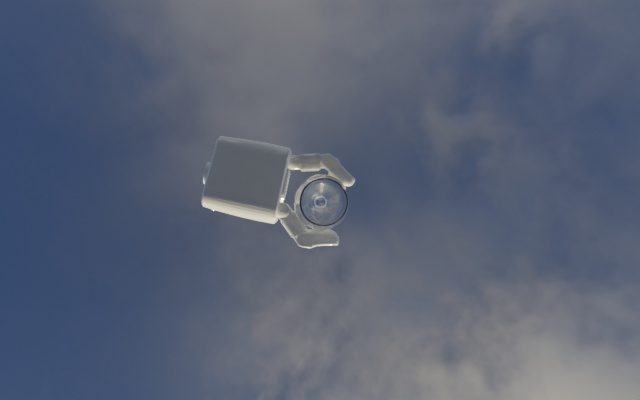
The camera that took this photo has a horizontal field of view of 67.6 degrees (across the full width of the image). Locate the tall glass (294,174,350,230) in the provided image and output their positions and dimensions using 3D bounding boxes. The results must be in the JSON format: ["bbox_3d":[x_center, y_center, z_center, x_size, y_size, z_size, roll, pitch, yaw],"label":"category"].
[{"bbox_3d":[0.000,0.002,0.704,0.079,0.079,0.201,0,0,-3],"label":"tall glass"}]
